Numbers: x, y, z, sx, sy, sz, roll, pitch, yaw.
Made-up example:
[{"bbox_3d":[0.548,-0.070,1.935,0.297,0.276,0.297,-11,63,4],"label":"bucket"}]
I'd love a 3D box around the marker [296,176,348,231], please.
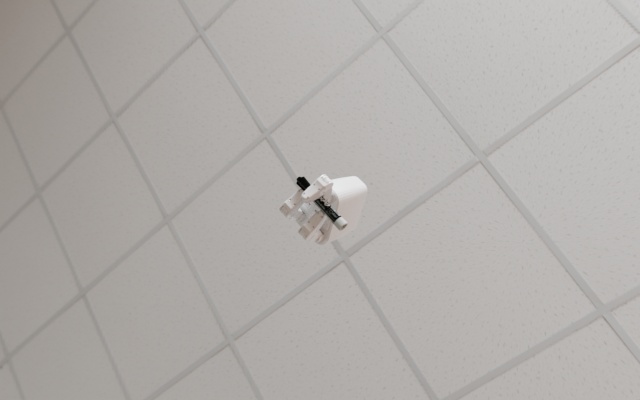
[{"bbox_3d":[0.000,0.003,0.811,0.121,0.020,0.020,47,20,20],"label":"marker"}]
